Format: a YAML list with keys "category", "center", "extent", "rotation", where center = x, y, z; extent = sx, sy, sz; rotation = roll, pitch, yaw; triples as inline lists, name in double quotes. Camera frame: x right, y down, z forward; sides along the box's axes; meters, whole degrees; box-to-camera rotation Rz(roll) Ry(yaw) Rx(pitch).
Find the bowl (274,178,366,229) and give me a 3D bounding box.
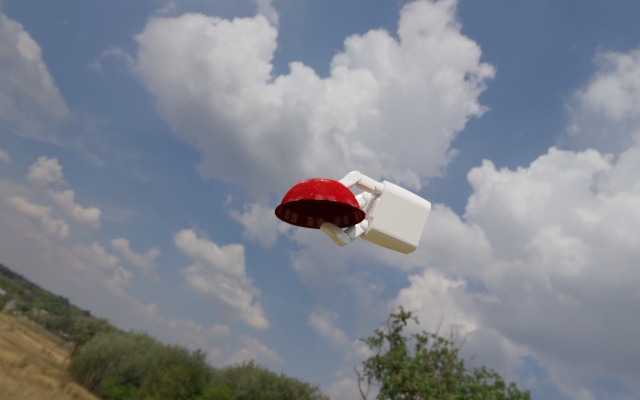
- category: "bowl"
  center: [-0.001, 0.002, 0.851]
  extent: [0.162, 0.055, 0.162]
  rotation: [2, -20, 1]
